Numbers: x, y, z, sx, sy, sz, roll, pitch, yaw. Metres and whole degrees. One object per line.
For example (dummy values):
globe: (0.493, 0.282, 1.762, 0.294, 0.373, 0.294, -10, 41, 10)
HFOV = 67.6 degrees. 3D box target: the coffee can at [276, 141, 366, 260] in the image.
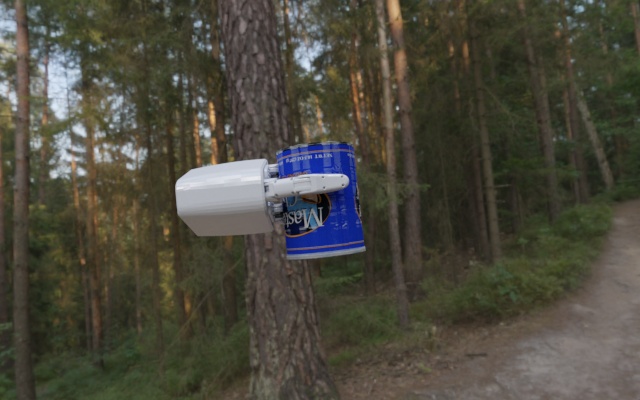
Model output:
coffee can: (0.000, 0.002, 0.622, 0.103, 0.140, 0.103, -6, -3, 0)
